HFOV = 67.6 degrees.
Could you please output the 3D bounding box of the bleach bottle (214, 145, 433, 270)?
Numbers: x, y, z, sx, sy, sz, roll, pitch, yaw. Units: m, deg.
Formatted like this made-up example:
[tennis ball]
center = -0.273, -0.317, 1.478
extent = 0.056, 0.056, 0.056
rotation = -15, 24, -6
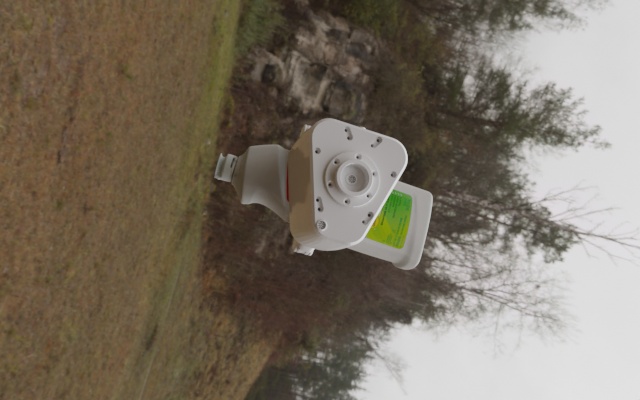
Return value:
[bleach bottle]
center = 0.000, 0.002, 0.561
extent = 0.251, 0.102, 0.068
rotation = 16, -8, -10
